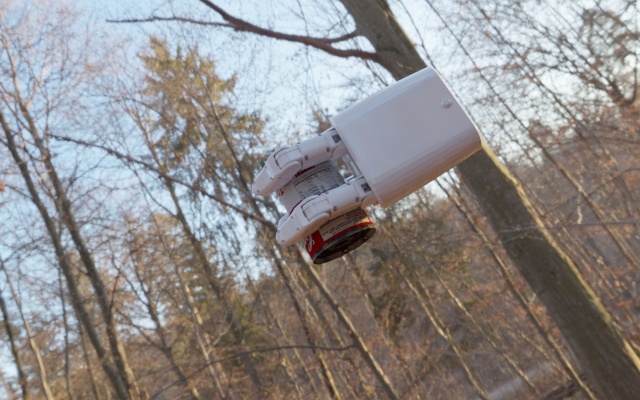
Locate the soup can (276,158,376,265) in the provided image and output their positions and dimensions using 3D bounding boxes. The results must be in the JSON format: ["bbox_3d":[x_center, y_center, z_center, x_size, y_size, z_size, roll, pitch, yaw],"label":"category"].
[{"bbox_3d":[0.000,0.002,0.466,0.068,0.102,0.068,-26,-18,-9],"label":"soup can"}]
